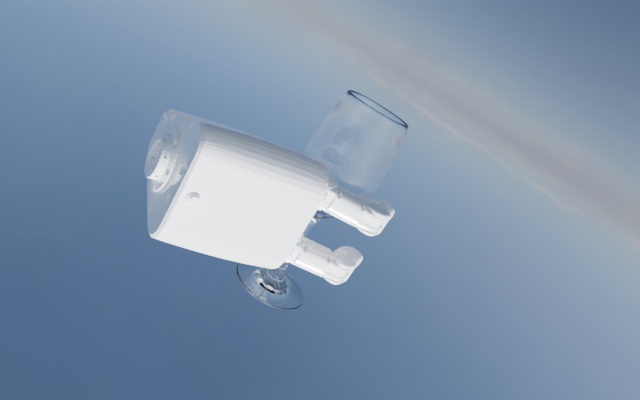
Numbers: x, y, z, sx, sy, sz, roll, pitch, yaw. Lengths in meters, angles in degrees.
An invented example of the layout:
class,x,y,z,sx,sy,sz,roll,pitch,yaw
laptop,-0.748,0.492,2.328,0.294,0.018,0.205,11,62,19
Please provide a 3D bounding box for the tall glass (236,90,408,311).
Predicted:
class,x,y,z,sx,sy,sz,roll,pitch,yaw
tall glass,0.000,0.002,0.439,0.079,0.201,0.079,29,18,-10
